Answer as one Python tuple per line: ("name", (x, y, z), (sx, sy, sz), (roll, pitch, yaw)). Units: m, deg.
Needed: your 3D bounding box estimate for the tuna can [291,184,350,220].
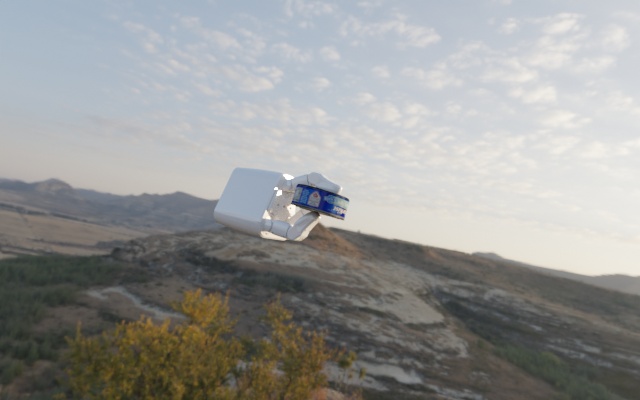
("tuna can", (0.000, 0.002, 0.724), (0.086, 0.034, 0.086), (17, -3, 1))
